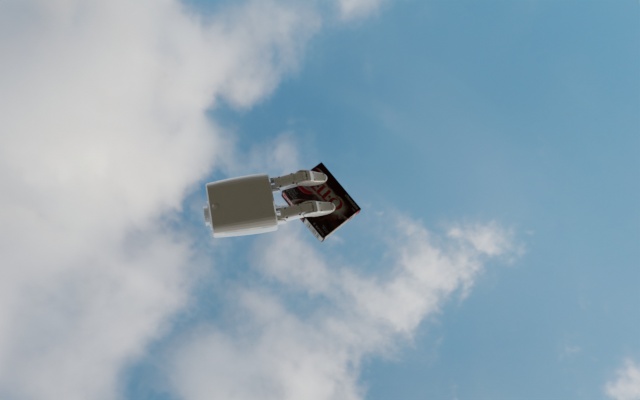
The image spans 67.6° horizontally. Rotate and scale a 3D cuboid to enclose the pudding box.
[{"bbox_3d":[0.000,0.003,0.835,0.090,0.113,0.039,-37,-7,-19],"label":"pudding box"}]
